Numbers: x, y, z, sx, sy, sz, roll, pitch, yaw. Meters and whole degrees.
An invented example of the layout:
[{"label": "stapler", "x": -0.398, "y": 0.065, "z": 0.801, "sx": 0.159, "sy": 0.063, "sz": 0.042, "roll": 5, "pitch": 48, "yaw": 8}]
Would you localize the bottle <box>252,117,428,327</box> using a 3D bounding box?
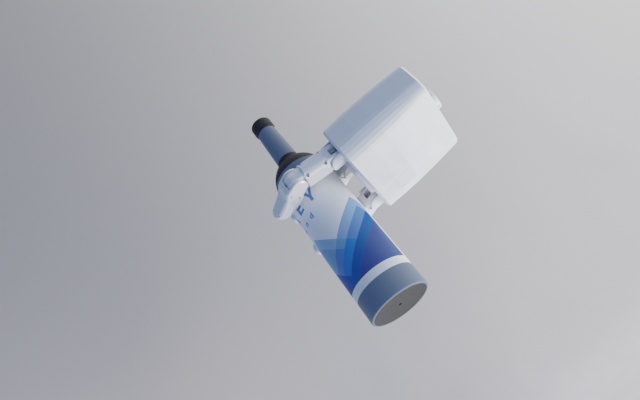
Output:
[{"label": "bottle", "x": 0.000, "y": 0.002, "z": 0.533, "sx": 0.069, "sy": 0.069, "sz": 0.295, "roll": 0, "pitch": 42, "yaw": -44}]
